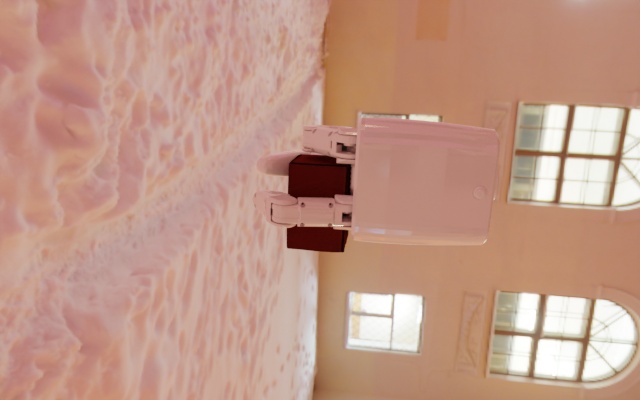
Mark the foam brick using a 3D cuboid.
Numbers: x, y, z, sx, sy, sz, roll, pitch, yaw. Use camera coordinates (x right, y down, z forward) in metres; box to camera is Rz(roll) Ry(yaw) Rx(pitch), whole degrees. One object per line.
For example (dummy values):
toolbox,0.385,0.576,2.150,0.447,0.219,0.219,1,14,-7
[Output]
foam brick,0.000,0.002,0.423,0.051,0.078,0.053,4,14,6
